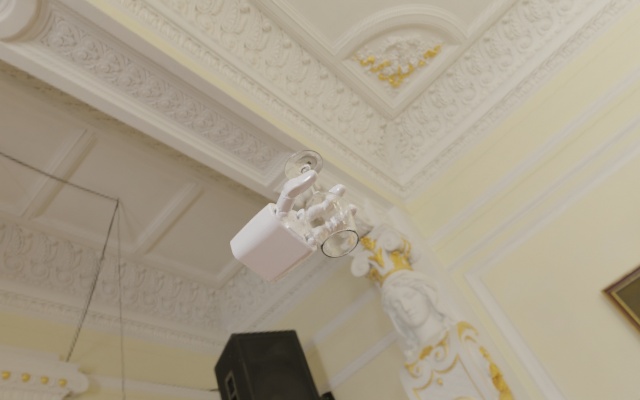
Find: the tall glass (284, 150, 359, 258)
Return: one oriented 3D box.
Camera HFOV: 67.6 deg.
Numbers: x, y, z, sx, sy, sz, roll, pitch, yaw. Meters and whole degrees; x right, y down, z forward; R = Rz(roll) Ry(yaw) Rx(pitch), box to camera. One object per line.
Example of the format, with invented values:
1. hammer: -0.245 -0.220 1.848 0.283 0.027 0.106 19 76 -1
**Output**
1. tall glass: 0.000 0.002 0.806 0.079 0.079 0.201 0 41 -25
